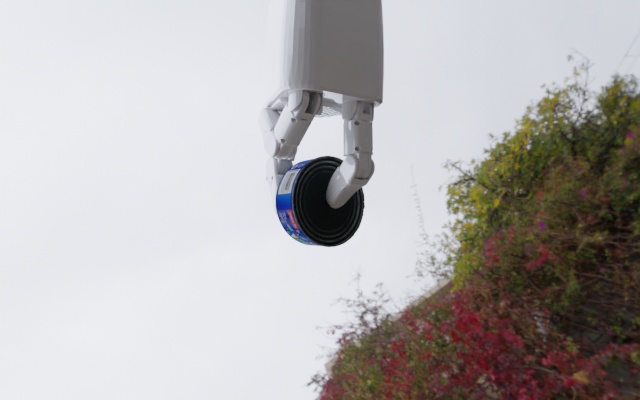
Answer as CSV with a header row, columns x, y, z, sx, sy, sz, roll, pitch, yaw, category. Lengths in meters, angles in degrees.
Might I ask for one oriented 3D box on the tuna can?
x,y,z,sx,sy,sz,roll,pitch,yaw,category
0.000,0.002,0.460,0.086,0.086,0.034,0,-3,-37,tuna can
